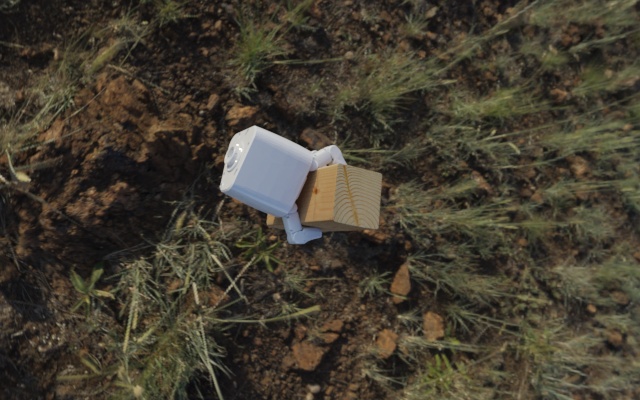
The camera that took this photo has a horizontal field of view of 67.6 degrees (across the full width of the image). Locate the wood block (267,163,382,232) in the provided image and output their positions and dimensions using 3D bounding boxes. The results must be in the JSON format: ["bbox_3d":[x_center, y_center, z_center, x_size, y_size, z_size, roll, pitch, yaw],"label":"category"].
[{"bbox_3d":[0.000,0.003,0.804,0.090,0.091,0.206,11,-10,-33],"label":"wood block"}]
